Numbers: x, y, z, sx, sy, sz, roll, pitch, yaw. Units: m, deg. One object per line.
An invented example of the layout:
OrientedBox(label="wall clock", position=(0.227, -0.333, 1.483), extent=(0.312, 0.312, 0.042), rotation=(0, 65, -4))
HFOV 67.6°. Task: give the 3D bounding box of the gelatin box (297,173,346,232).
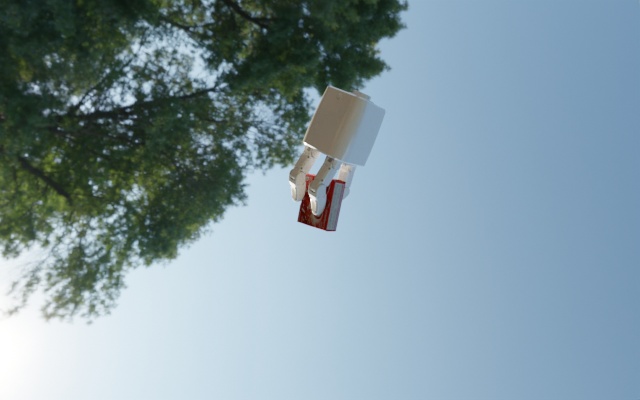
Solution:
OrientedBox(label="gelatin box", position=(0.000, 0.003, 0.824), extent=(0.073, 0.089, 0.030), rotation=(15, 6, 43))
